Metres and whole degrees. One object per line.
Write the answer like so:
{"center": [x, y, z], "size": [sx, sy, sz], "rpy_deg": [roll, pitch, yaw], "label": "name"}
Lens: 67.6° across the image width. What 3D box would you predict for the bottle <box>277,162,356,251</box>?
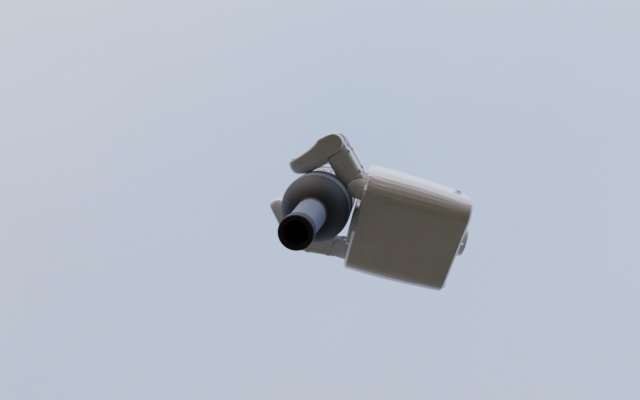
{"center": [0.000, 0.002, 0.492], "size": [0.069, 0.069, 0.295], "rpy_deg": [0, 9, 7], "label": "bottle"}
